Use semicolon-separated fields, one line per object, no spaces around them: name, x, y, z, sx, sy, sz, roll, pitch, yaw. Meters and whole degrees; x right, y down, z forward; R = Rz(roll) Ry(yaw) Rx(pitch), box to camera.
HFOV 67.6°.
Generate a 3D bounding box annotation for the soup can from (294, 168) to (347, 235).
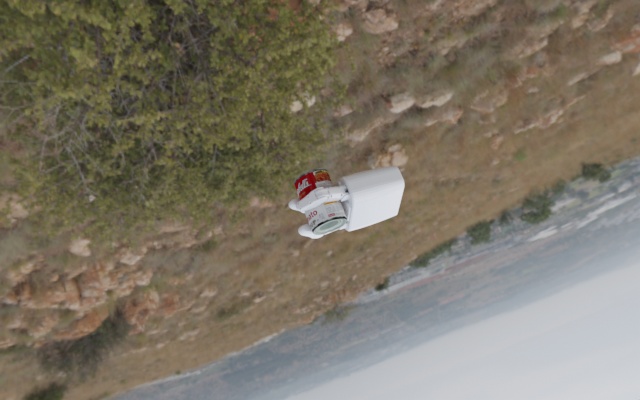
soup can;0.000;0.003;0.863;0.068;0.102;0.068;-19;-20;-7
